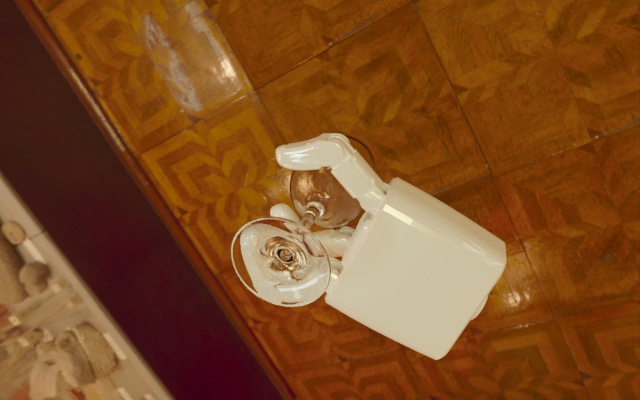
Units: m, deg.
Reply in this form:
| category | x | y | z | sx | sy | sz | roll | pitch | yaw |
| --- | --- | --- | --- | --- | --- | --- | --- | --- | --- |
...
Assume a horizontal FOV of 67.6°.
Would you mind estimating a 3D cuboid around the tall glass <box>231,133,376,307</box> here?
| category | x | y | z | sx | sy | sz | roll | pitch | yaw |
| --- | --- | --- | --- | --- | --- | --- | --- | --- | --- |
| tall glass | 0.000 | 0.002 | 0.416 | 0.079 | 0.079 | 0.201 | 0 | 26 | 18 |
